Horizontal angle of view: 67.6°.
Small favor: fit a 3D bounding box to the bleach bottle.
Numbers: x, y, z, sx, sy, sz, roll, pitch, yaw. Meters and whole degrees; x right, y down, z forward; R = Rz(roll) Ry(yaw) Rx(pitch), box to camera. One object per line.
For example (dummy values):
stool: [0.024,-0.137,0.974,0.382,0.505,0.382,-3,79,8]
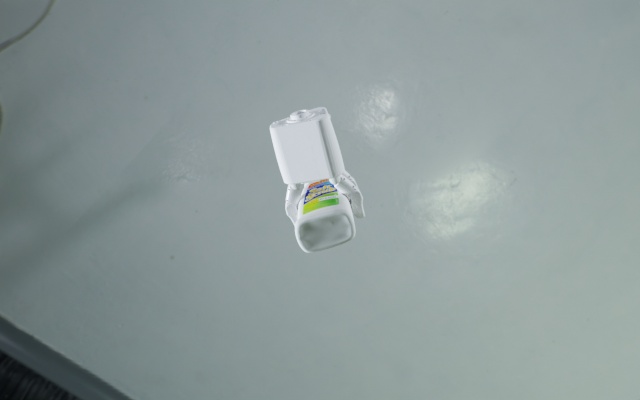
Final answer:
bleach bottle: [0.000,0.003,0.896,0.102,0.068,0.250,-15,23,1]
